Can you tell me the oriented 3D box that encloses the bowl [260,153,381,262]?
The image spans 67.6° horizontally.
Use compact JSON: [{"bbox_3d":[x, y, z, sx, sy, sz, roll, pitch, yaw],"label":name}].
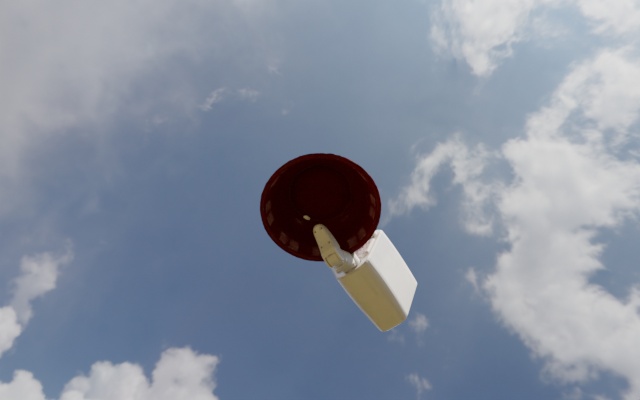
[{"bbox_3d":[0.000,0.001,0.655,0.162,0.162,0.055,0,27,0],"label":"bowl"}]
